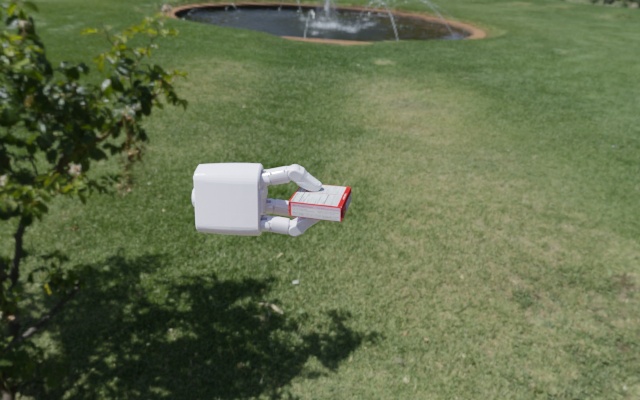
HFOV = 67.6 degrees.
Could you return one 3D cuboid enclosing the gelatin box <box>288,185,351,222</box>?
[{"bbox_3d":[0.000,0.002,0.774,0.089,0.030,0.073,5,28,14],"label":"gelatin box"}]
